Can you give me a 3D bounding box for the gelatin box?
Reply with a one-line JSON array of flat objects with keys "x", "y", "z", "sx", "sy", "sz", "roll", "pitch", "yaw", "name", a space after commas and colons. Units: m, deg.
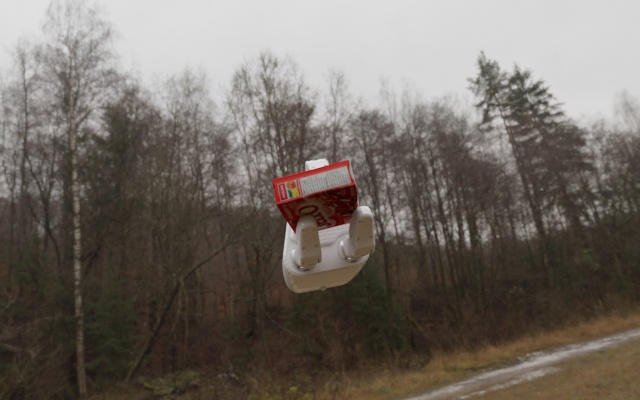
[{"x": 0.000, "y": 0.001, "z": 0.461, "sx": 0.073, "sy": 0.030, "sz": 0.089, "roll": -14, "pitch": -25, "yaw": 3, "name": "gelatin box"}]
